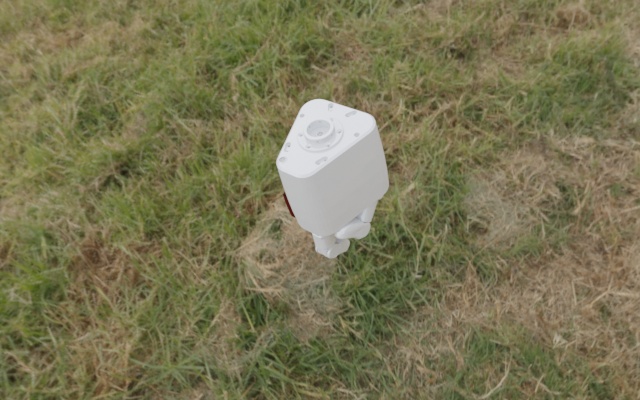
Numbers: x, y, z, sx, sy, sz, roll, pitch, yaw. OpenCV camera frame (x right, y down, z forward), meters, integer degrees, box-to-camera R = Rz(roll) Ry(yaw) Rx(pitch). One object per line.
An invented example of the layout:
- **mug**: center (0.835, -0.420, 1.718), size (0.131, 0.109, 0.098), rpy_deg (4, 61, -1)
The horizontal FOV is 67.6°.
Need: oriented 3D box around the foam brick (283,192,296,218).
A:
- **foam brick**: center (0.000, 0.002, 0.620), size (0.078, 0.053, 0.051), rpy_deg (24, -26, 29)
